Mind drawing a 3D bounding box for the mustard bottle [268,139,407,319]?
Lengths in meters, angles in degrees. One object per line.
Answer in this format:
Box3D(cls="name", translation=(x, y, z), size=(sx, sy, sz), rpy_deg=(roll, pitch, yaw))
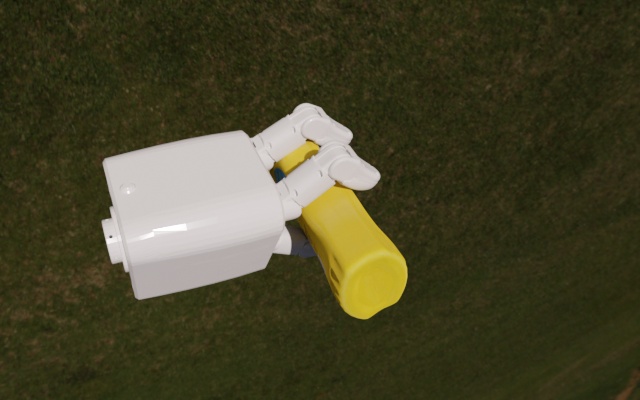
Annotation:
Box3D(cls="mustard bottle", translation=(0.000, 0.001, 0.406), size=(0.058, 0.191, 0.096), rpy_deg=(-29, -36, -4))
